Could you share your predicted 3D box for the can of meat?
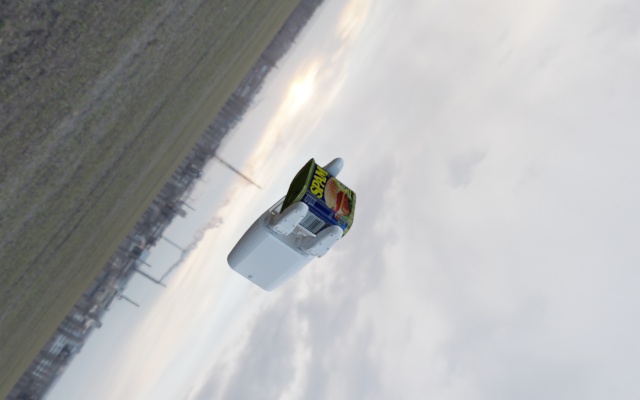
[{"bbox_3d":[0.000,0.002,0.657,0.084,0.057,0.102,36,32,-14],"label":"can of meat"}]
